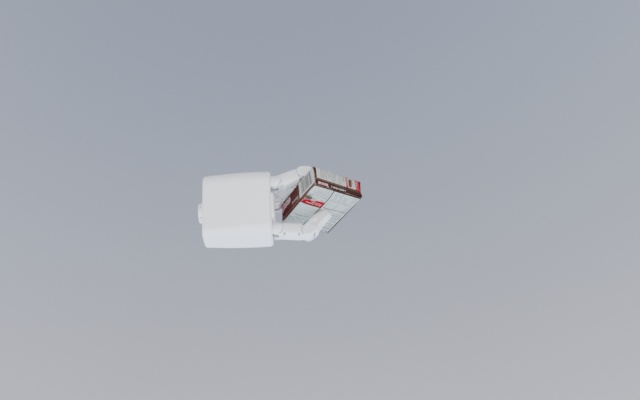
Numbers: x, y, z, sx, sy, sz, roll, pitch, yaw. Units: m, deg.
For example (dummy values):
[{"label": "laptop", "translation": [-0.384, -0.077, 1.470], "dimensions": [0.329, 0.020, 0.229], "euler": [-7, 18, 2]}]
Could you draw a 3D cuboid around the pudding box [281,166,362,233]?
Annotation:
[{"label": "pudding box", "translation": [0.000, 0.003, 0.775], "dimensions": [0.090, 0.039, 0.113], "euler": [16, -41, -26]}]
